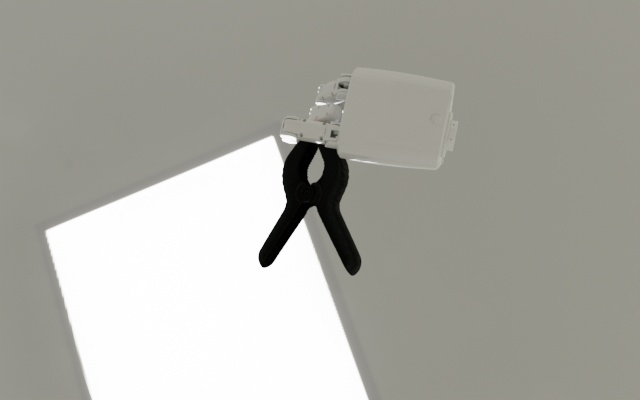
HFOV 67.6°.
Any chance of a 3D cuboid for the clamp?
[{"bbox_3d":[0.000,0.002,0.526,0.120,0.171,0.039,11,-3,19],"label":"clamp"}]
